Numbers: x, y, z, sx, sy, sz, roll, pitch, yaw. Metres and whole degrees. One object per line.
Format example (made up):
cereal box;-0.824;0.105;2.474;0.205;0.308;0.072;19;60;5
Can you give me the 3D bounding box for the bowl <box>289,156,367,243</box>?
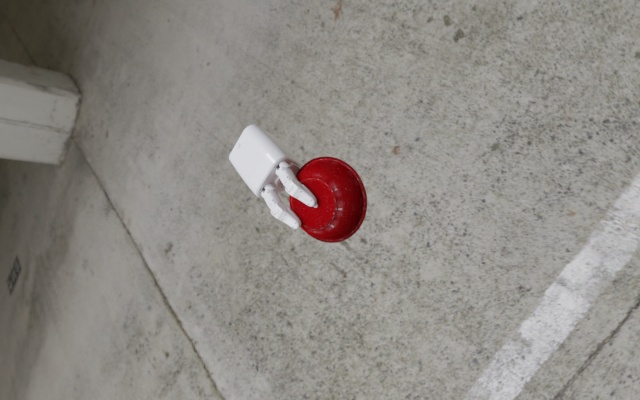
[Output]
bowl;0.001;0.003;0.859;0.162;0.162;0.055;0;8;30
